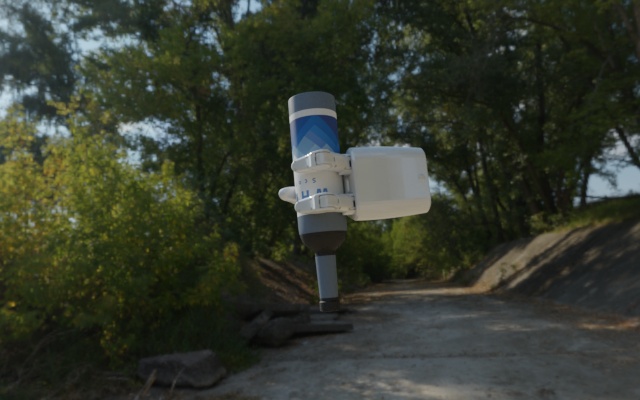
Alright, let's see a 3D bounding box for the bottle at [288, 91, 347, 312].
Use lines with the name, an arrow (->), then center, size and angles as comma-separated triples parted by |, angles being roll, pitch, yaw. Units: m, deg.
bottle -> 0.000, 0.002, 0.658 | 0.069, 0.295, 0.069 | -5, -8, -1
